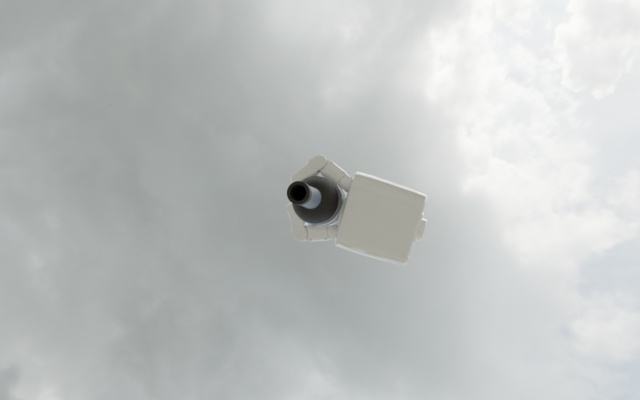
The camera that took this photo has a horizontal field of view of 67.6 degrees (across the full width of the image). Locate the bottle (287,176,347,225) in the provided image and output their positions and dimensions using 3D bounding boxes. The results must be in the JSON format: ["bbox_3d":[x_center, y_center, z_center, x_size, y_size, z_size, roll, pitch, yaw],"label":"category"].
[{"bbox_3d":[0.000,0.002,0.689,0.069,0.069,0.296,0,-4,10],"label":"bottle"}]
